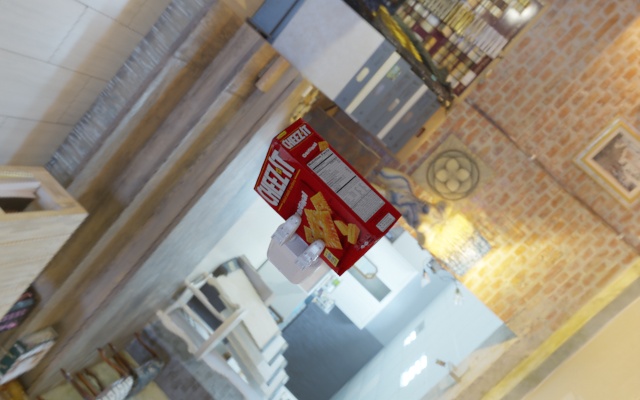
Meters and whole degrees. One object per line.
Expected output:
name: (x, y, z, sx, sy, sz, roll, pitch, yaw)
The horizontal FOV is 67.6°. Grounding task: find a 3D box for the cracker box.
cracker box: (0.000, 0.002, 0.752, 0.072, 0.213, 0.164, -42, -8, -32)
